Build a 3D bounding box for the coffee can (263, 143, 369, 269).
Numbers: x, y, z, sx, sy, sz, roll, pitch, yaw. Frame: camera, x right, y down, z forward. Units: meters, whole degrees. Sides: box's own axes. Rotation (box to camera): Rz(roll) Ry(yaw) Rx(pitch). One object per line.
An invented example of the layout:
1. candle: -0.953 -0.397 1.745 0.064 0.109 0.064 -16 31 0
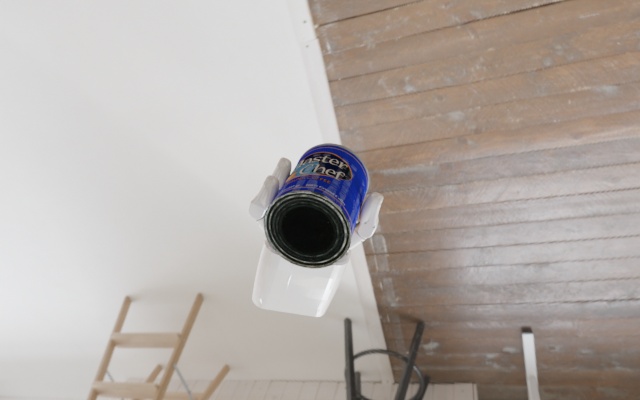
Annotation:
1. coffee can: 0.000 0.002 0.593 0.103 0.103 0.140 0 28 15
